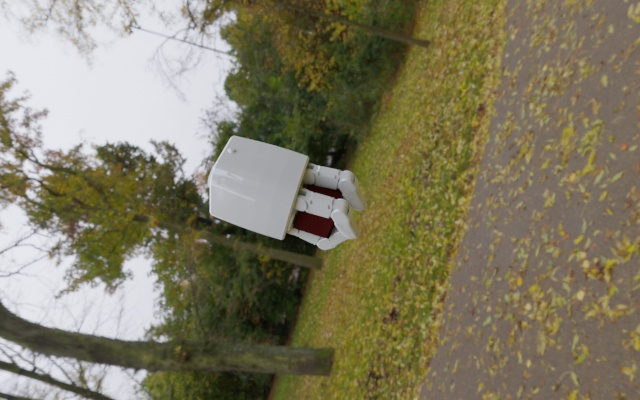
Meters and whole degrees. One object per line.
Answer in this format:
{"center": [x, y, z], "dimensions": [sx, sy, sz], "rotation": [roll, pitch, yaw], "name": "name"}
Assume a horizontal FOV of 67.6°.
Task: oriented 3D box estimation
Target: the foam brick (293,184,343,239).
{"center": [0.000, 0.002, 0.644], "dimensions": [0.051, 0.053, 0.078], "rotation": [18, 40, -3], "name": "foam brick"}
